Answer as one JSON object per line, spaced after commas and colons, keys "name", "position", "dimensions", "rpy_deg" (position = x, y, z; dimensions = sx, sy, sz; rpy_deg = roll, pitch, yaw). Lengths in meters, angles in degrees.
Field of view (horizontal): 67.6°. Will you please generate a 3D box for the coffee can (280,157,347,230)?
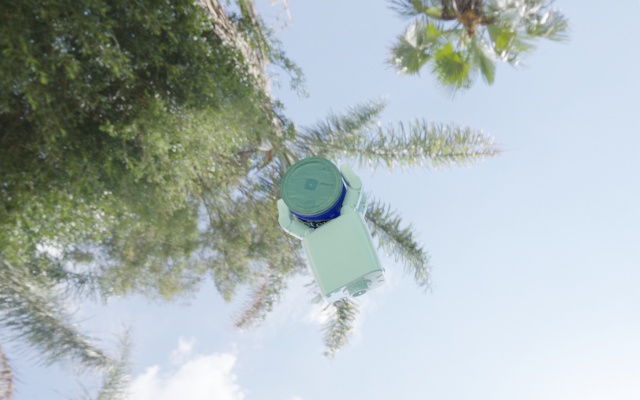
{"name": "coffee can", "position": [0.000, 0.003, 0.825], "dimensions": [0.103, 0.102, 0.140], "rpy_deg": [0, -24, 15]}
